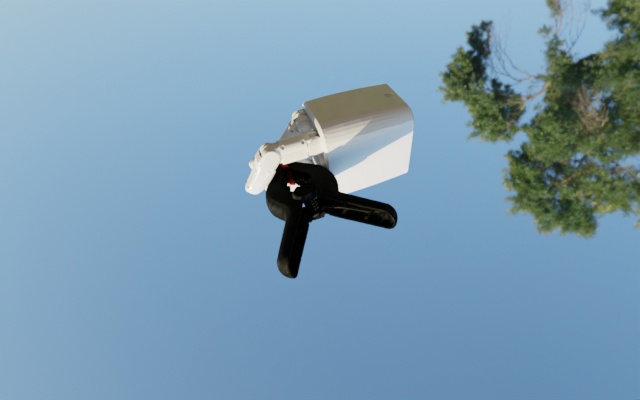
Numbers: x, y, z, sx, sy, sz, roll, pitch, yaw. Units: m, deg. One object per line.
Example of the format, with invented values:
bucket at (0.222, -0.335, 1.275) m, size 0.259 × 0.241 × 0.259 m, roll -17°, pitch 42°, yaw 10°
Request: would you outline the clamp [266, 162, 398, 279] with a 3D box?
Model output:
clamp at (0.000, 0.002, 0.491) m, size 0.120 × 0.039 × 0.171 m, roll -16°, pitch 38°, yaw -7°
